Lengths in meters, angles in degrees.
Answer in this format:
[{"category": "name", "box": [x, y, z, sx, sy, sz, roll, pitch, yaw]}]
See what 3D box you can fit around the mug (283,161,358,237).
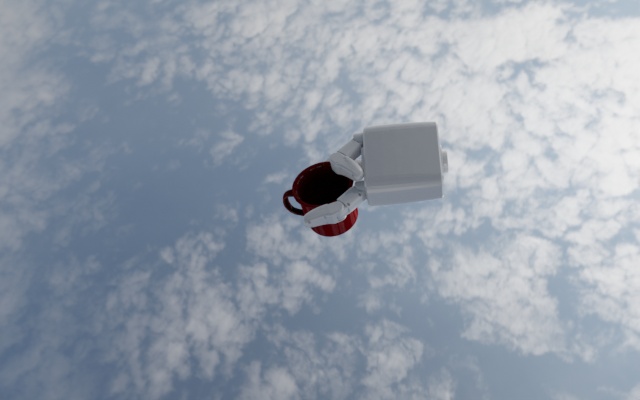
[{"category": "mug", "box": [-0.001, 0.003, 0.731, 0.117, 0.093, 0.082, -5, -42, 13]}]
